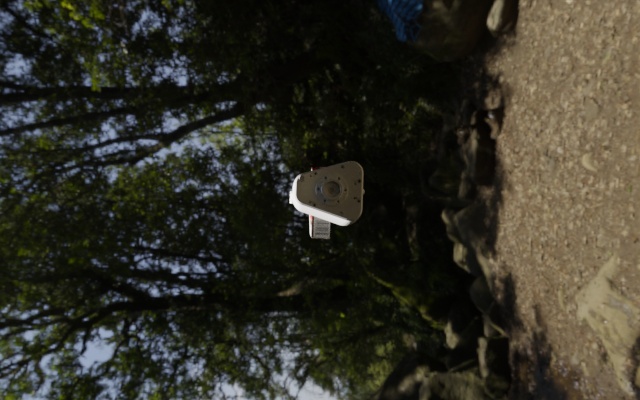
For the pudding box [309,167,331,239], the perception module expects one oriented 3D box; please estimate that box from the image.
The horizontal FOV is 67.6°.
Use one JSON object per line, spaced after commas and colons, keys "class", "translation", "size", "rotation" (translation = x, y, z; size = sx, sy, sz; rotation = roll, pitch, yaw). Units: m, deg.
{"class": "pudding box", "translation": [0.000, 0.003, 0.896], "size": [0.039, 0.113, 0.090], "rotation": [3, 23, -4]}
